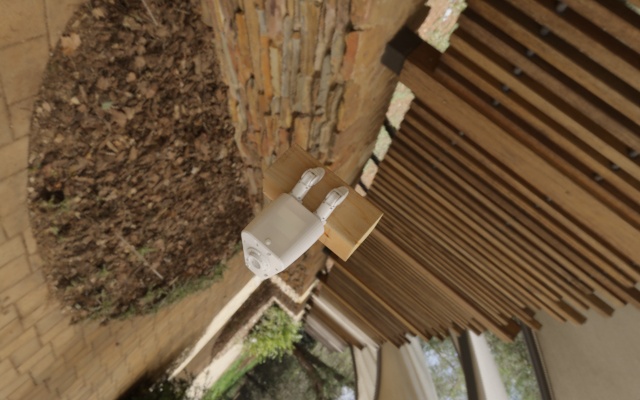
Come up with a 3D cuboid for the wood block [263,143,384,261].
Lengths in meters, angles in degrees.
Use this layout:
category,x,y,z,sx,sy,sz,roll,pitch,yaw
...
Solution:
category,x,y,z,sx,sy,sz,roll,pitch,yaw
wood block,0.000,0.003,0.878,0.206,0.090,0.091,40,-23,10
